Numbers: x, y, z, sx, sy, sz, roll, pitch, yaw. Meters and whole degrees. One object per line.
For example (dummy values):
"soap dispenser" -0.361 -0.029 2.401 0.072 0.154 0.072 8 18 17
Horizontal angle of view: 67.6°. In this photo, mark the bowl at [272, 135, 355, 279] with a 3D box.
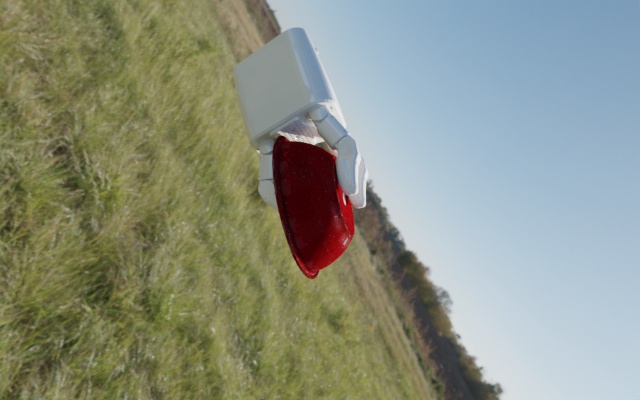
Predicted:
"bowl" 0.001 0.003 0.523 0.055 0.162 0.162 -12 -2 11
